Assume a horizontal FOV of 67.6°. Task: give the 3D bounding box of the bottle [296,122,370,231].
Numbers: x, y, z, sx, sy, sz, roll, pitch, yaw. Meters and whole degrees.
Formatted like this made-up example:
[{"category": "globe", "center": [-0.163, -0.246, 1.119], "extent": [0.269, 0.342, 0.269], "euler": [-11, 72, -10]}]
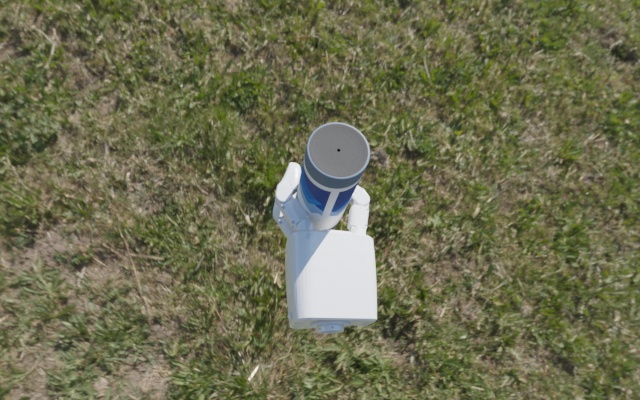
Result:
[{"category": "bottle", "center": [0.000, 0.002, 0.626], "extent": [0.069, 0.069, 0.296], "euler": [0, -22, -8]}]
